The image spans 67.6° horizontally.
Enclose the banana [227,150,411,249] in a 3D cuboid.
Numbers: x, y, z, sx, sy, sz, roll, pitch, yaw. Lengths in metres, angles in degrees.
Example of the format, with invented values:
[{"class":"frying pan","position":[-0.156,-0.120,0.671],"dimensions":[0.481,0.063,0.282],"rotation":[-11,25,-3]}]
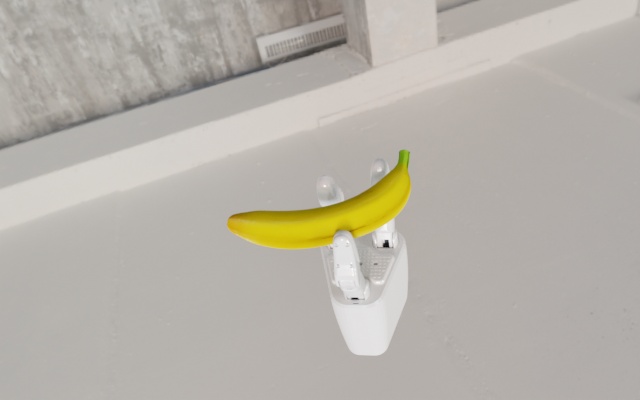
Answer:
[{"class":"banana","position":[0.009,0.012,0.465],"dimensions":[0.198,0.037,0.069],"rotation":[-20,45,-5]}]
